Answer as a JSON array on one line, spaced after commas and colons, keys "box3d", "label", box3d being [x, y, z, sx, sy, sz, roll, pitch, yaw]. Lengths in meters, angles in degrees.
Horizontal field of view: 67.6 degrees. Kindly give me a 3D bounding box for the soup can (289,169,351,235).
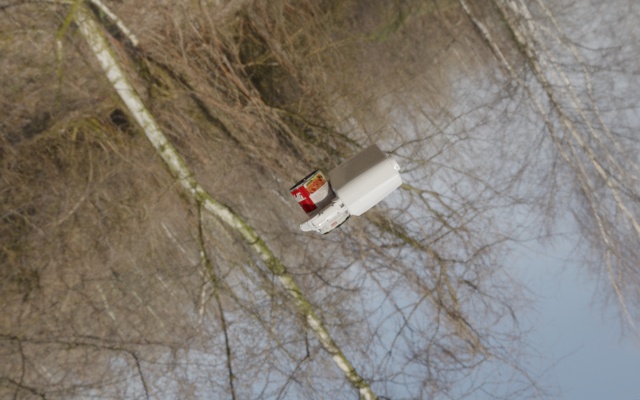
[{"box3d": [0.000, 0.003, 0.866, 0.068, 0.102, 0.068, -35, 8, 6], "label": "soup can"}]
